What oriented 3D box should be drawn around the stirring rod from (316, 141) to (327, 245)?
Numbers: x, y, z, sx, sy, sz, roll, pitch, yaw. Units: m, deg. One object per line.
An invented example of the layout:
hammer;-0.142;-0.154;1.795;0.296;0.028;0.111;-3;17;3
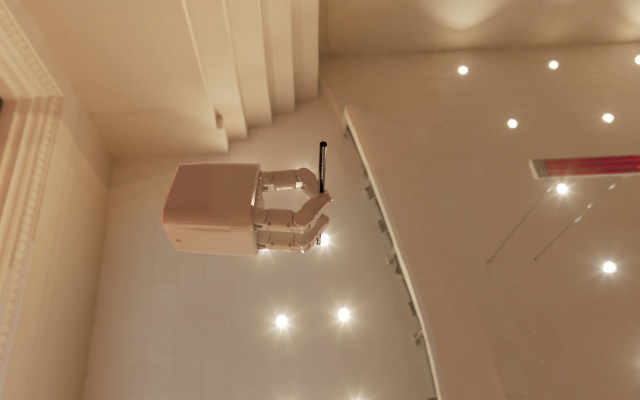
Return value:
stirring rod;0.000;0.002;0.602;0.011;0.011;0.240;0;-30;-2
